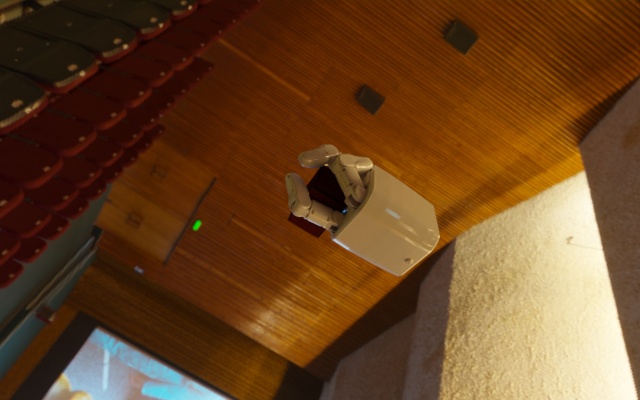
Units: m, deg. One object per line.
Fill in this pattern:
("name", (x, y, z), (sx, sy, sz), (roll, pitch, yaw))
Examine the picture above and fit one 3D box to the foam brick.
("foam brick", (0.000, 0.002, 0.643), (0.051, 0.053, 0.078), (31, -47, -9))
